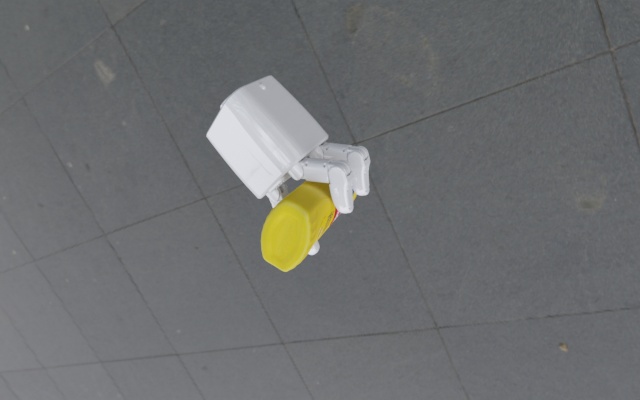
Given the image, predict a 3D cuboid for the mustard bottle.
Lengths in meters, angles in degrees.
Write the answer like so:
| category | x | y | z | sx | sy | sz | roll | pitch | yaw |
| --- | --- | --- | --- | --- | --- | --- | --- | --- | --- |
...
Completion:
| category | x | y | z | sx | sy | sz | roll | pitch | yaw |
| --- | --- | --- | --- | --- | --- | --- | --- | --- | --- |
| mustard bottle | 0.000 | 0.002 | 0.593 | 0.058 | 0.096 | 0.191 | 29 | 35 | 12 |
